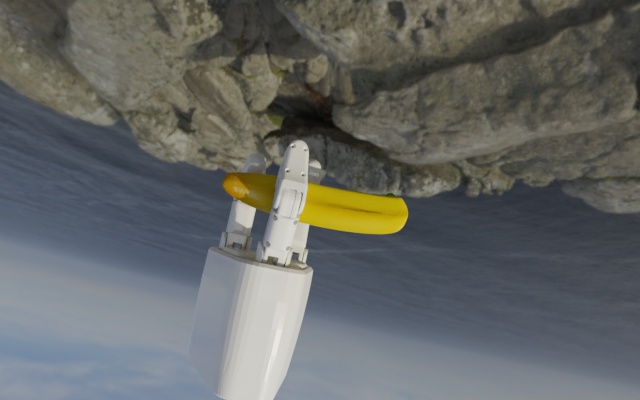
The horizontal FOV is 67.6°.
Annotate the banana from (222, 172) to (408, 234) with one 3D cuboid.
[{"bbox_3d":[0.013,0.005,0.424,0.198,0.037,0.069,8,7,-36],"label":"banana"}]
